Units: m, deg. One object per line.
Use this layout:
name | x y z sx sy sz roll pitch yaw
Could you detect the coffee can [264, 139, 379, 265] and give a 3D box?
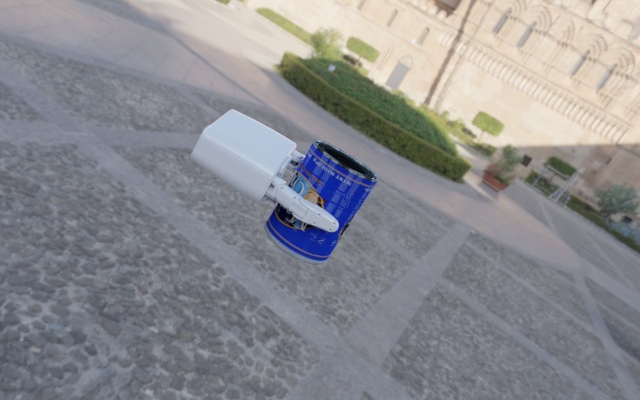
coffee can | 0.000 0.002 0.657 0.103 0.140 0.102 29 15 -9
